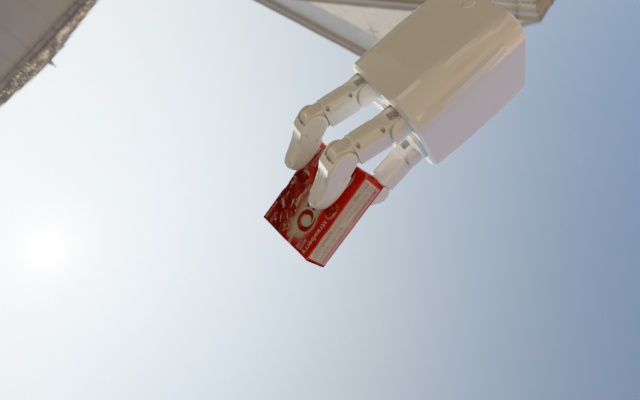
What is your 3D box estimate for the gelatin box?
[{"bbox_3d":[0.000,0.002,0.419,0.030,0.089,0.073,32,5,-47],"label":"gelatin box"}]
